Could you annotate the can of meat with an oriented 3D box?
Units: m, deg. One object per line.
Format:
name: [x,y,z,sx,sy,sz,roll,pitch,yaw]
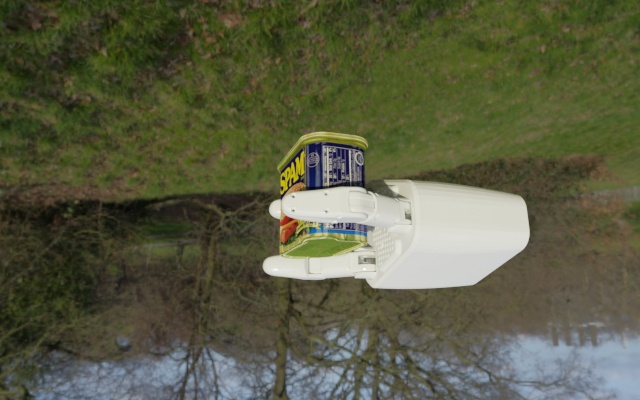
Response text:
can of meat: [0.000,0.002,0.401,0.057,0.084,0.102,5,-16,-20]
